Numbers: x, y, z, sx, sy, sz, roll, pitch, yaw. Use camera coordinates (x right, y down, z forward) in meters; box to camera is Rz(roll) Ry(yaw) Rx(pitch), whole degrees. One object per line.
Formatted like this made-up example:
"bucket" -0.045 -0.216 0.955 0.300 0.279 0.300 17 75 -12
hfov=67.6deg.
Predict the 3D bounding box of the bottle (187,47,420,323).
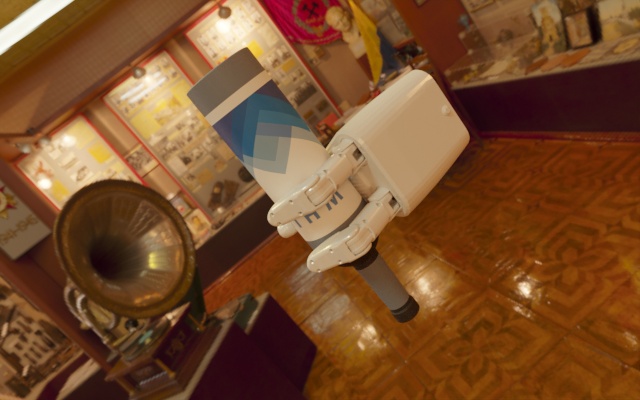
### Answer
"bottle" 0.000 0.001 0.443 0.069 0.296 0.069 -35 15 11
